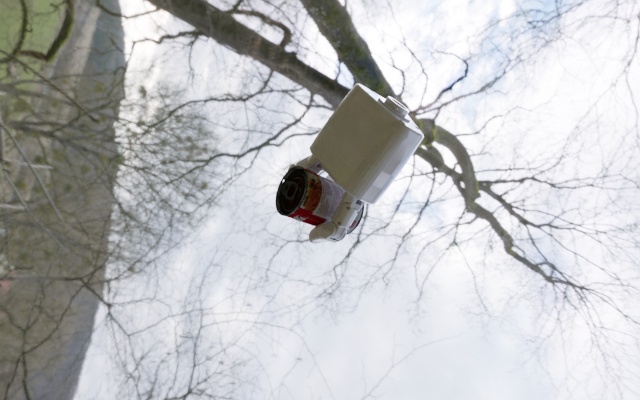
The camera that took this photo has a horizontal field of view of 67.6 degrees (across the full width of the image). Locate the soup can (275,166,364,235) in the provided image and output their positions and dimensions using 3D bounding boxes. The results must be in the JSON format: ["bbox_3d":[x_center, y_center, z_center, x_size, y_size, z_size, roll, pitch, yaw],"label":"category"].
[{"bbox_3d":[0.000,0.003,0.641,0.102,0.068,0.068,21,-12,-34],"label":"soup can"}]
